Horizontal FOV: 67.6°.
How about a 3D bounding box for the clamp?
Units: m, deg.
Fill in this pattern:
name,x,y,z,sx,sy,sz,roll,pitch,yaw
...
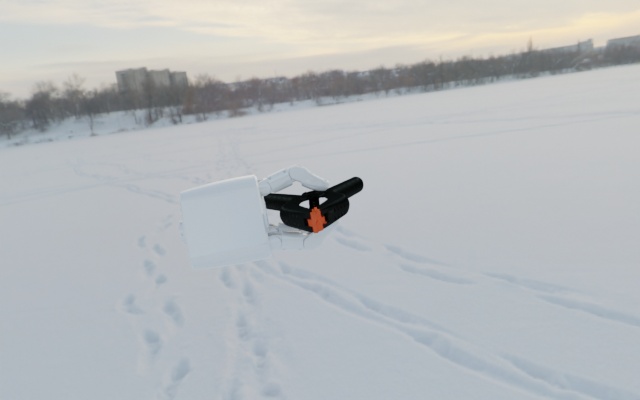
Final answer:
name,x,y,z,sx,sy,sz,roll,pitch,yaw
clamp,0.000,0.002,0.676,0.164,0.036,0.210,-13,12,-7
